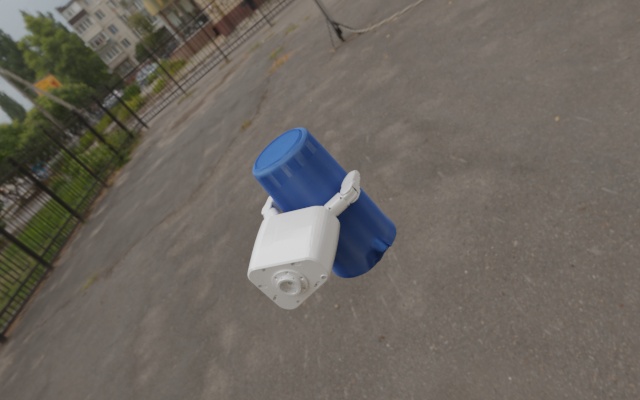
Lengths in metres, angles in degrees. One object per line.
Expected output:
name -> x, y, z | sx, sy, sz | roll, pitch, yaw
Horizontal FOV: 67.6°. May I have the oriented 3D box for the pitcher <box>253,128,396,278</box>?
pitcher -> 0.000, 0.003, 0.781 | 0.149, 0.243, 0.145 | -28, 29, 26
